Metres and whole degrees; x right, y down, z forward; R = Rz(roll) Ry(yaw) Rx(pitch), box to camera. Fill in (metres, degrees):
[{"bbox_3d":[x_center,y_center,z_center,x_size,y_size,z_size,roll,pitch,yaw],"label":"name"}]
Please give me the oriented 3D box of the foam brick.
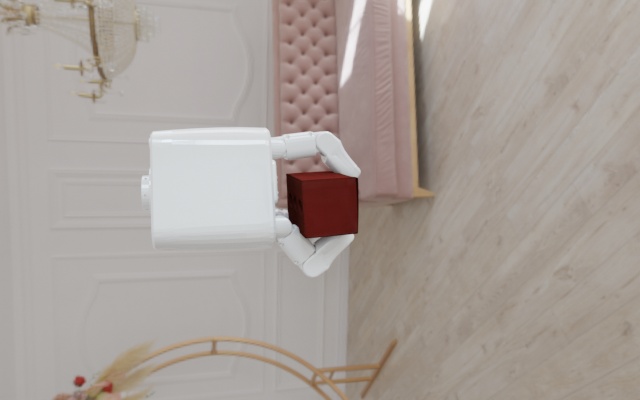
[{"bbox_3d":[0.000,0.001,0.453,0.051,0.053,0.078,-4,8,-14],"label":"foam brick"}]
